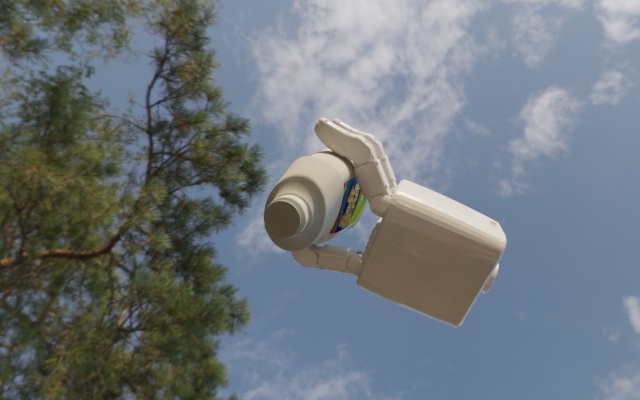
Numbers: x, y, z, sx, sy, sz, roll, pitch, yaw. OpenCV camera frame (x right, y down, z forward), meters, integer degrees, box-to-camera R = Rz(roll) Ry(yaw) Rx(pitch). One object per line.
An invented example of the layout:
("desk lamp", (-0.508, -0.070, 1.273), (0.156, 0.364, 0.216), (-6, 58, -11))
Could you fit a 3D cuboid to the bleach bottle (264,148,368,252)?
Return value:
("bleach bottle", (0.000, 0.001, 0.461), (0.068, 0.102, 0.251), (24, 14, 9))
